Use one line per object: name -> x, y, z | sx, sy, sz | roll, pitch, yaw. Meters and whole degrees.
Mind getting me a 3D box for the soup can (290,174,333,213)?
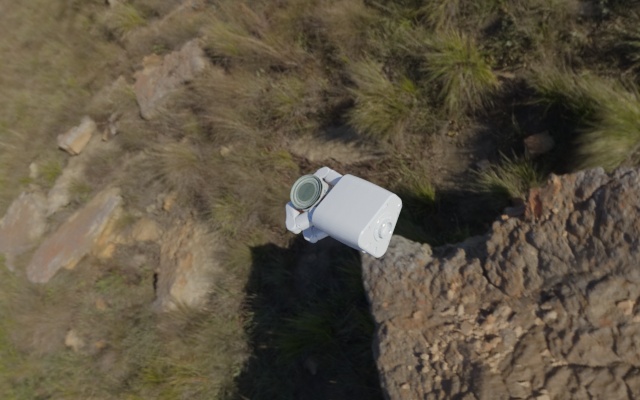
soup can -> 0.000, 0.002, 0.868 | 0.068, 0.068, 0.102 | 0, -22, 35
